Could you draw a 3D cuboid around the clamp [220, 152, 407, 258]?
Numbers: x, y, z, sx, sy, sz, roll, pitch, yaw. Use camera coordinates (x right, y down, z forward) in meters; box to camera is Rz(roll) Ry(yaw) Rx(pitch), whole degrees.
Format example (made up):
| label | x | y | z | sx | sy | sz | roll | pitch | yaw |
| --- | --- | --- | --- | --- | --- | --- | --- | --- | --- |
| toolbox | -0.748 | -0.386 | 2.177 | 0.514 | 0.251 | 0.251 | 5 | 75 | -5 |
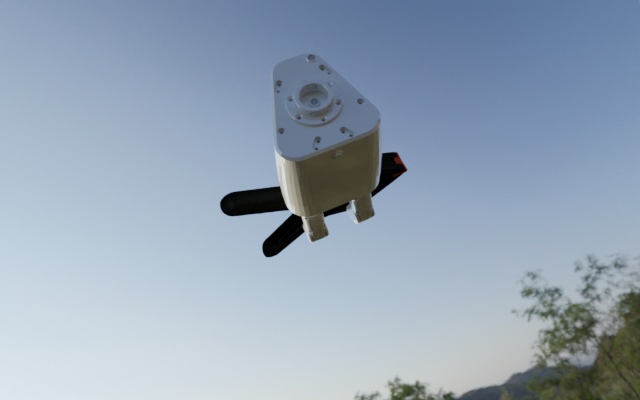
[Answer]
| label | x | y | z | sx | sy | sz | roll | pitch | yaw |
| --- | --- | --- | --- | --- | --- | --- | --- | --- | --- |
| clamp | 0.000 | 0.001 | 0.563 | 0.210 | 0.036 | 0.165 | -22 | -25 | -6 |
